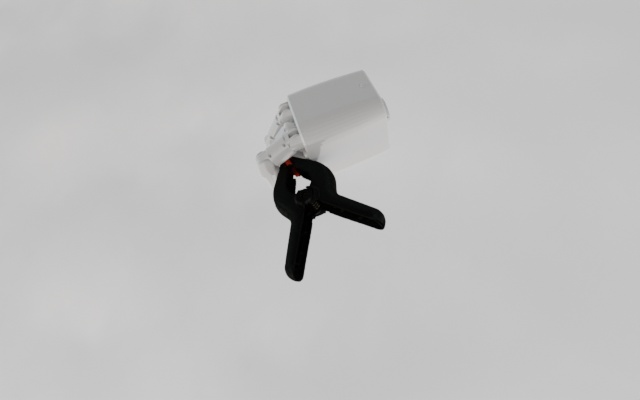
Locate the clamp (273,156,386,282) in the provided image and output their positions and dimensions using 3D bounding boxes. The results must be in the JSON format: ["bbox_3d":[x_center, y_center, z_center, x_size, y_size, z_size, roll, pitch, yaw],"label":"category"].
[{"bbox_3d":[0.000,0.002,0.552,0.120,0.171,0.039,-22,-40,4],"label":"clamp"}]
